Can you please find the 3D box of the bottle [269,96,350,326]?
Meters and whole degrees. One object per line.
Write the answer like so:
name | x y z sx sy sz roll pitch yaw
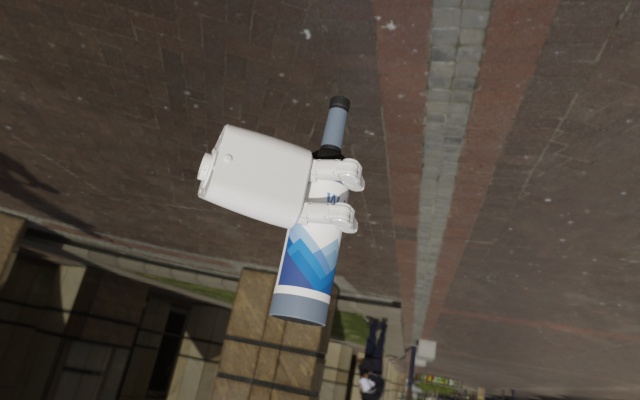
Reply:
bottle | 0.000 0.002 0.597 0.069 0.295 0.069 10 -19 3
